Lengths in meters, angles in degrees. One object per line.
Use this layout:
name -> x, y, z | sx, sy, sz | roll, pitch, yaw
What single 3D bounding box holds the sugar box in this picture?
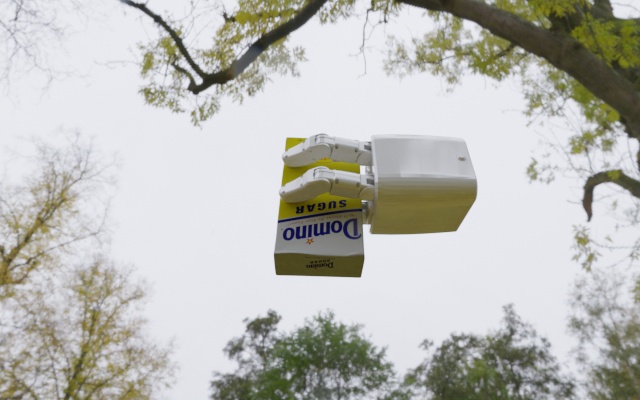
sugar box -> 0.000, 0.001, 0.539 | 0.093, 0.176, 0.048 | 1, -44, -1
